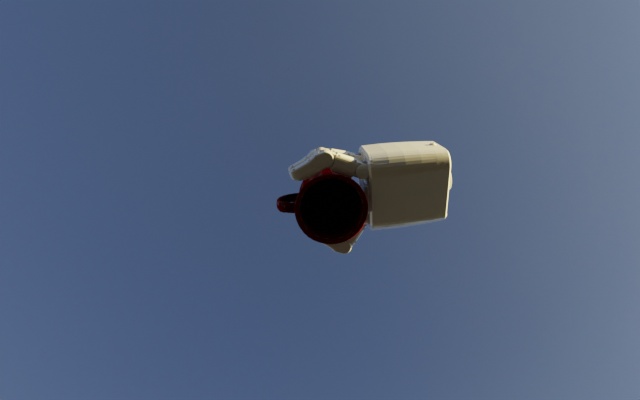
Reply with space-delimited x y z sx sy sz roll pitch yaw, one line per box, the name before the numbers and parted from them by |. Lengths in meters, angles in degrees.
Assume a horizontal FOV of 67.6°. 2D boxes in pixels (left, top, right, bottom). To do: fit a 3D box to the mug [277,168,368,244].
mug | -0.001 0.002 0.638 0.117 0.093 0.081 -5 16 -2
